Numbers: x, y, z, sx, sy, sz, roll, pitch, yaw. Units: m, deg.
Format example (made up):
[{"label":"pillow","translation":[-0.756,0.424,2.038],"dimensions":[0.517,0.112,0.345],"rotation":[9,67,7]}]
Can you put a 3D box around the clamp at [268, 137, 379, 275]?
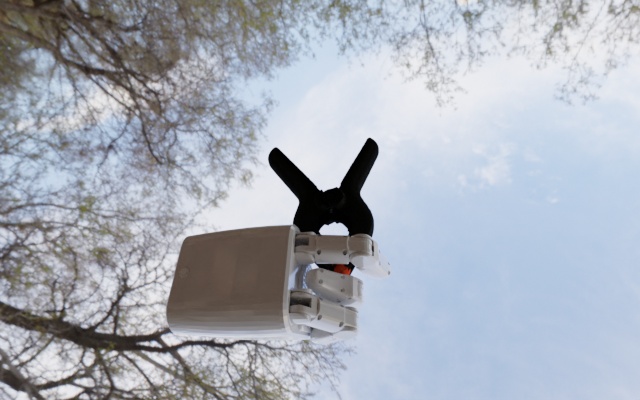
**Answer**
[{"label":"clamp","translation":[0.000,0.002,0.483],"dimensions":[0.120,0.171,0.039],"rotation":[-3,-39,9]}]
